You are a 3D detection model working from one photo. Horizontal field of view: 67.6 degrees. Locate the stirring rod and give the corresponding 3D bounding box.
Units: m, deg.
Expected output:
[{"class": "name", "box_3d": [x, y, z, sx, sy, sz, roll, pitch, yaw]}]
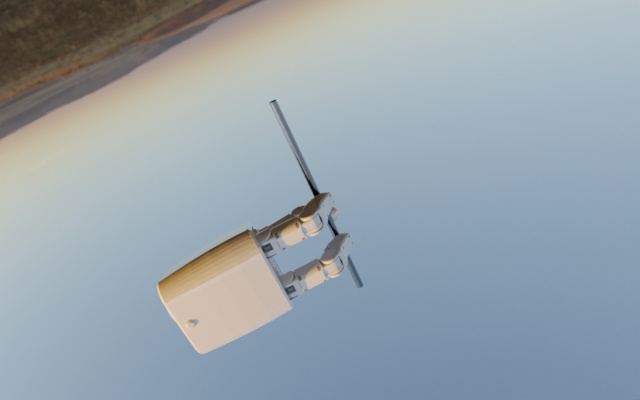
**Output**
[{"class": "stirring rod", "box_3d": [0.000, 0.002, 0.519, 0.011, 0.240, 0.011, -21, 24, 10]}]
